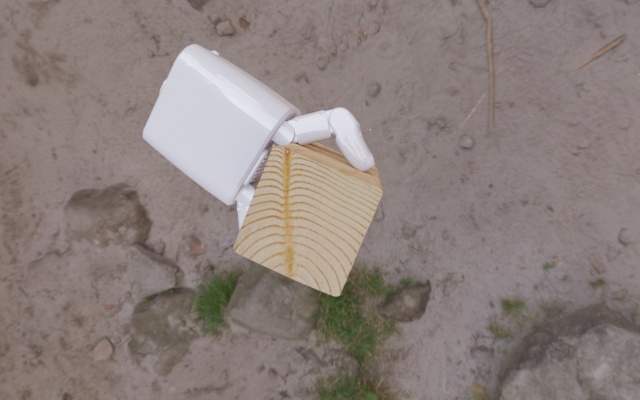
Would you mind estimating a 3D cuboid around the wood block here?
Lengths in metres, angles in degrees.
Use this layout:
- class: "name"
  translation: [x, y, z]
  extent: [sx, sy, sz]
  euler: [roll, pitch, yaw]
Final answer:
- class: "wood block"
  translation: [0.000, 0.002, 0.452]
  extent: [0.090, 0.091, 0.206]
  euler: [23, 10, 2]
